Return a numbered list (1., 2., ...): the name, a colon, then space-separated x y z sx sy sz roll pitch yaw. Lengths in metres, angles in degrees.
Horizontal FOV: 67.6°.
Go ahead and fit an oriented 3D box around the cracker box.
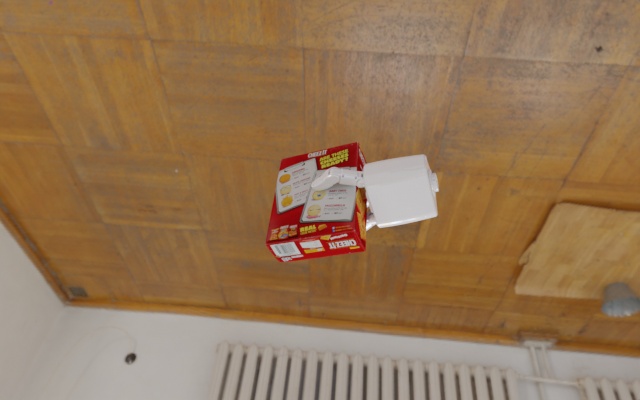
1. cracker box: 0.000 0.003 0.877 0.164 0.213 0.072 -11 -44 18
